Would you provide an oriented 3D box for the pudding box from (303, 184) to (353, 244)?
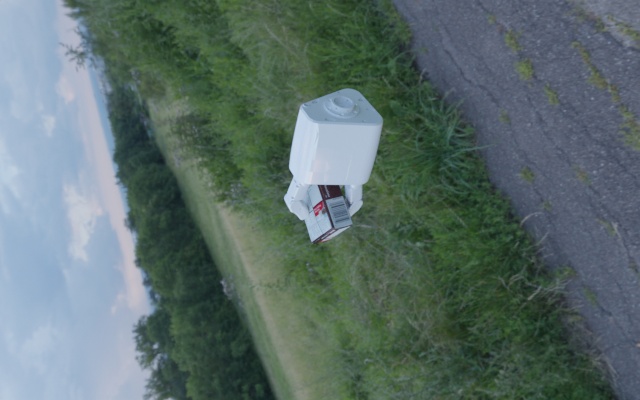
[{"bbox_3d":[0.000,0.002,0.750,0.039,0.113,0.090,-11,-14,-26],"label":"pudding box"}]
